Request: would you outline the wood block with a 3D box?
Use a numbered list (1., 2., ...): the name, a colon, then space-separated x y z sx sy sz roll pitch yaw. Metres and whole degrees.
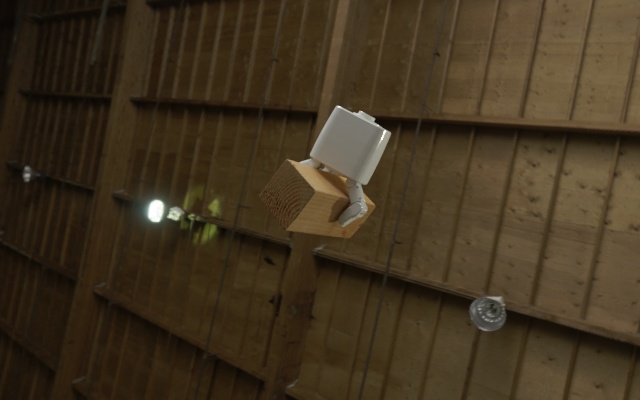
1. wood block: 0.001 0.003 0.885 0.206 0.090 0.090 13 31 -54
